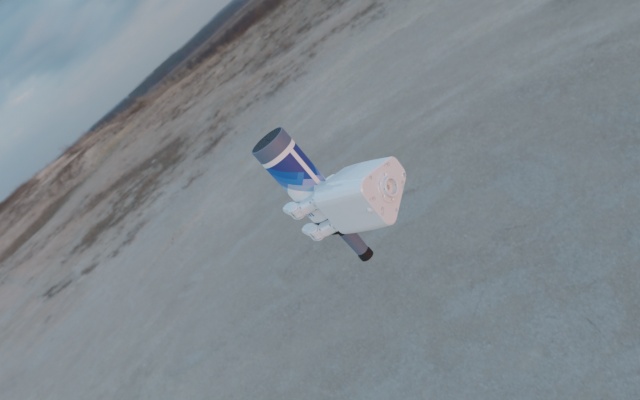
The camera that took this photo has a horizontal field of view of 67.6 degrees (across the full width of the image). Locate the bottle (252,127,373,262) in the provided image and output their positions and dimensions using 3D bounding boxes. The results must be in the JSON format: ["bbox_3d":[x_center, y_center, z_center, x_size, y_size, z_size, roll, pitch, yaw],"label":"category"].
[{"bbox_3d":[0.000,0.003,0.844,0.296,0.069,0.069,49,-24,-23],"label":"bottle"}]
